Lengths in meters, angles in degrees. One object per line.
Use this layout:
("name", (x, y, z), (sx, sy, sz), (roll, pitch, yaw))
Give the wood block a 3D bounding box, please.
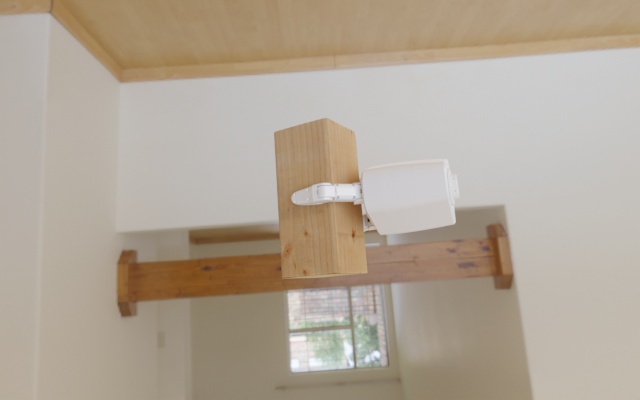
("wood block", (0.000, 0.002, 0.670), (0.090, 0.206, 0.091), (-10, -12, 30))
